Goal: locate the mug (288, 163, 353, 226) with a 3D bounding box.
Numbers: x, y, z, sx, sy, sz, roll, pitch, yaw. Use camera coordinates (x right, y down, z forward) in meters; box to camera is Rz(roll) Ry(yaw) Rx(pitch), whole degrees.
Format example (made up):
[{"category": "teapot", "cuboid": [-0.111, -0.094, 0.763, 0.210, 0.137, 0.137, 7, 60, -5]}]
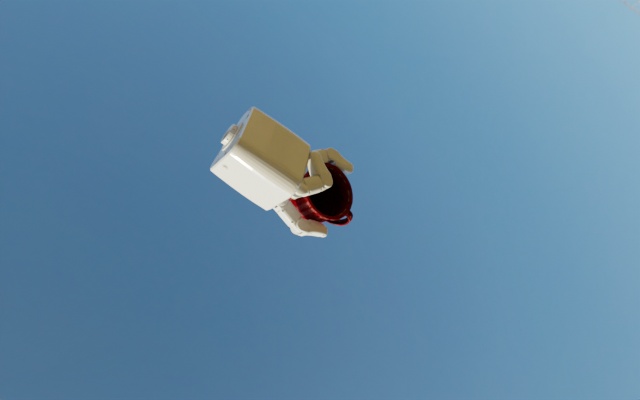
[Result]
[{"category": "mug", "cuboid": [0.001, 0.003, 0.770, 0.117, 0.093, 0.081, 36, -34, -21]}]
